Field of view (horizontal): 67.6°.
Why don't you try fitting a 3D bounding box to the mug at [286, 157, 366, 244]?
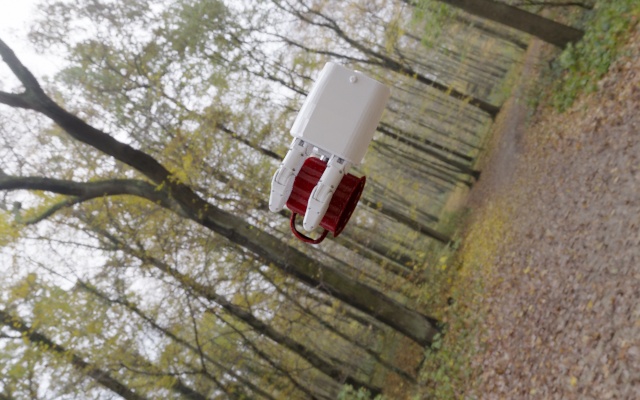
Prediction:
[{"bbox_3d":[-0.001,0.003,0.653,0.081,0.117,0.093,27,1,12],"label":"mug"}]
